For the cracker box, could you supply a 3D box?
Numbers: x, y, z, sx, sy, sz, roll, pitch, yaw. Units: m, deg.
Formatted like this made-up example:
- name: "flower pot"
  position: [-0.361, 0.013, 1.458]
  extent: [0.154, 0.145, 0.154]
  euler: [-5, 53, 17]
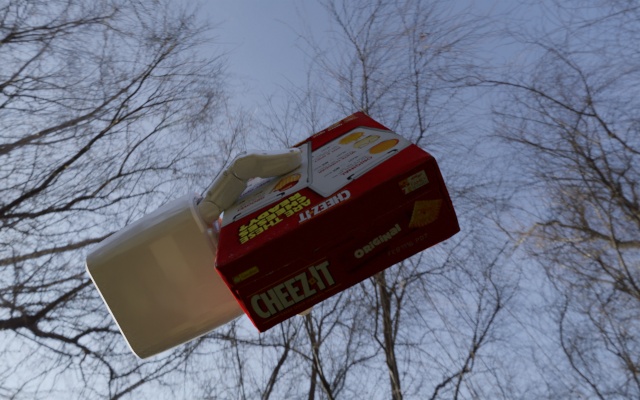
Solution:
- name: "cracker box"
  position: [0.000, 0.001, 0.421]
  extent: [0.164, 0.072, 0.213]
  euler: [-28, 21, 1]
